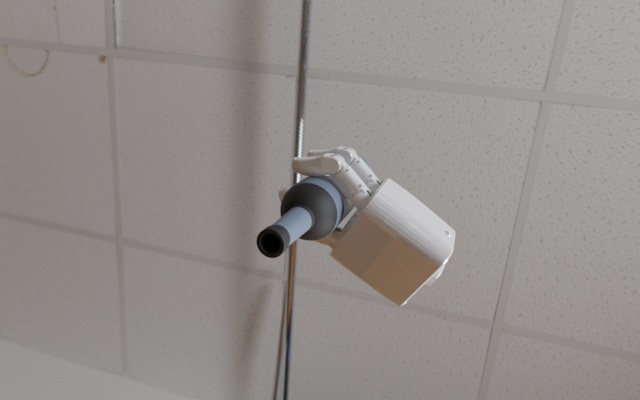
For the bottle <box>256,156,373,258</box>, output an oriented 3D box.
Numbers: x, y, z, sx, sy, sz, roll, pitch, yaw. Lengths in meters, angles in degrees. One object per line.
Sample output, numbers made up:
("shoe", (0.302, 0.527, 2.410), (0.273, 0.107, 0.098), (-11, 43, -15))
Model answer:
("bottle", (0.000, 0.002, 0.555), (0.069, 0.069, 0.295), (0, 14, 18))
